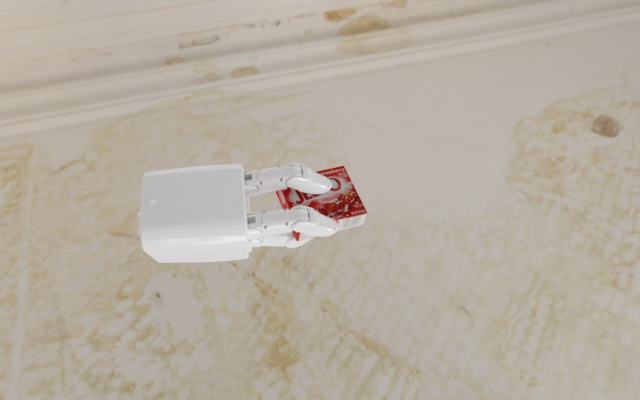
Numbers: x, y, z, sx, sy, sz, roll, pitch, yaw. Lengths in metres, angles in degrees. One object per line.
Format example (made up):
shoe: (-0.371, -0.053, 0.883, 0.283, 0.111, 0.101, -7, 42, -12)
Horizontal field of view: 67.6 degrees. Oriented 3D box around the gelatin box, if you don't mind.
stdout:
gelatin box: (0.000, 0.002, 0.563, 0.089, 0.073, 0.030, -13, -31, -20)
